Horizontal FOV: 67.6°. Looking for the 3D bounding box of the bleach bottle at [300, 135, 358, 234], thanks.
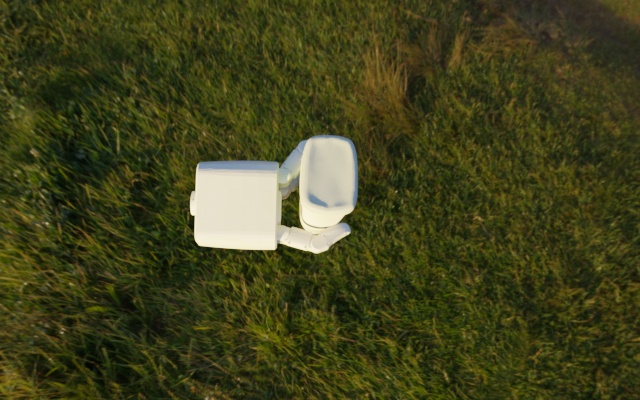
[{"bbox_3d":[0.000,0.002,0.671,0.068,0.102,0.251,4,-17,-4],"label":"bleach bottle"}]
